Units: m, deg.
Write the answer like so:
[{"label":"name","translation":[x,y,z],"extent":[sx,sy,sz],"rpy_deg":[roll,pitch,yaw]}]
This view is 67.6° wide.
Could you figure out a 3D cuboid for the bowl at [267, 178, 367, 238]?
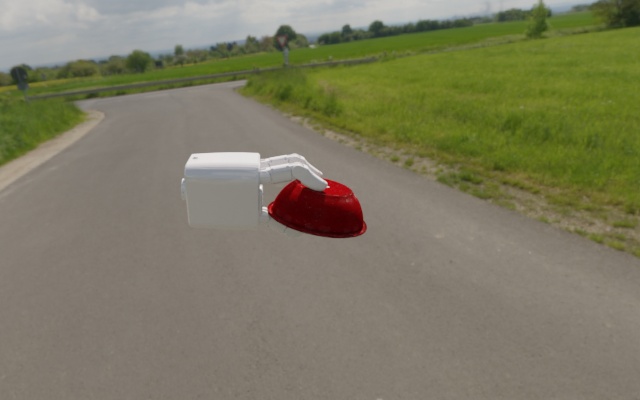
[{"label":"bowl","translation":[0.001,0.002,0.750],"extent":[0.162,0.055,0.162],"rpy_deg":[11,17,-3]}]
